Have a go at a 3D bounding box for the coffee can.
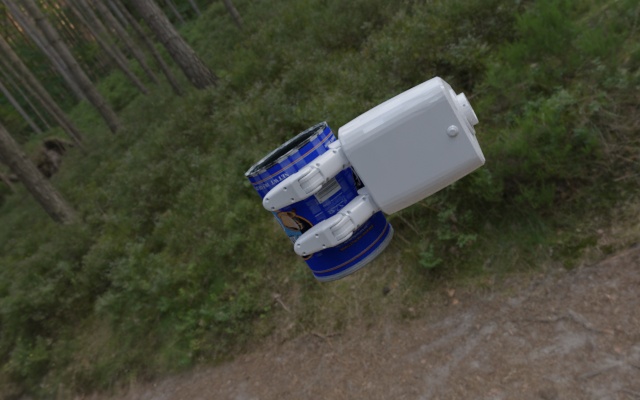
[{"bbox_3d":[0.000,0.002,0.519,0.103,0.140,0.102,-31,13,8],"label":"coffee can"}]
